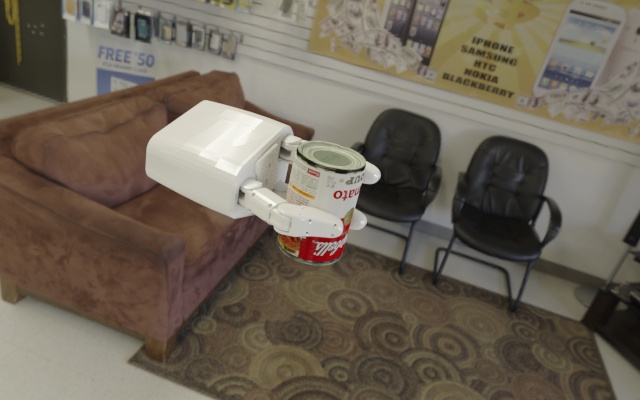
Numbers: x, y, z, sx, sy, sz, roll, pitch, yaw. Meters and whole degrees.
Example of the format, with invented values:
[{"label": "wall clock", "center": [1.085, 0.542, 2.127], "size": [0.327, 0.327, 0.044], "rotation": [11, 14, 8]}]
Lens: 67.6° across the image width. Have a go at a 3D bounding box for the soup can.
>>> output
[{"label": "soup can", "center": [0.001, 0.001, 0.461], "size": [0.068, 0.102, 0.068], "rotation": [11, 26, -5]}]
